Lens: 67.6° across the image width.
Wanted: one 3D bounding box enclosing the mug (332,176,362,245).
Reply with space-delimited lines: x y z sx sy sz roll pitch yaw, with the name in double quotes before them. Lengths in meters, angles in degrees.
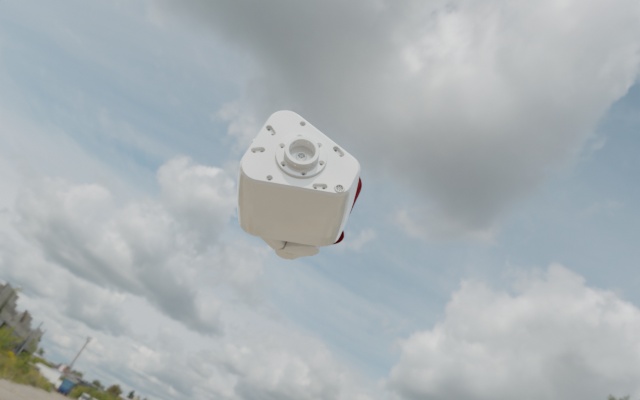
"mug" 0.000 0.003 0.613 0.093 0.081 0.117 25 -29 5
